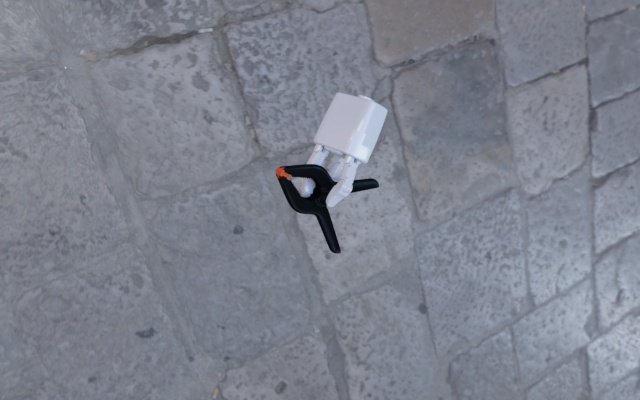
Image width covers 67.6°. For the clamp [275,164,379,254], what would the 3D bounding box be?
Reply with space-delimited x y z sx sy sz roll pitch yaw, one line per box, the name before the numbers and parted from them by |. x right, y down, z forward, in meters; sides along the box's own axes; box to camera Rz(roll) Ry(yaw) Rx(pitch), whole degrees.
clamp | 0.000 0.003 0.892 0.210 0.164 0.036 23 2 -31
